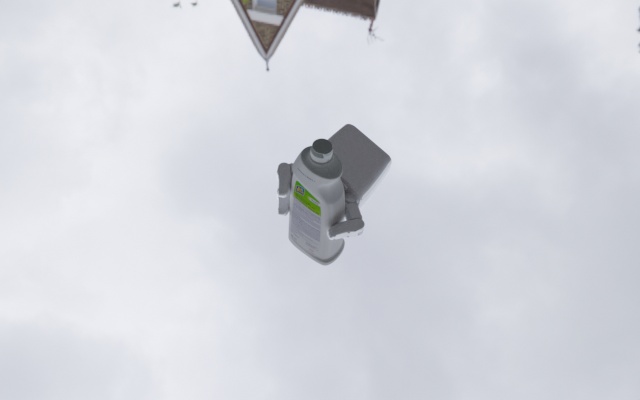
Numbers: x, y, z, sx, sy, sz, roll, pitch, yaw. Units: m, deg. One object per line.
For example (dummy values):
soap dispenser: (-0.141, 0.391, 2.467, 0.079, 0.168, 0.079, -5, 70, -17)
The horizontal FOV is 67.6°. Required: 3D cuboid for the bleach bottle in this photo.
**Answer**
bleach bottle: (0.000, 0.002, 0.749, 0.102, 0.068, 0.251, 33, -32, 17)
